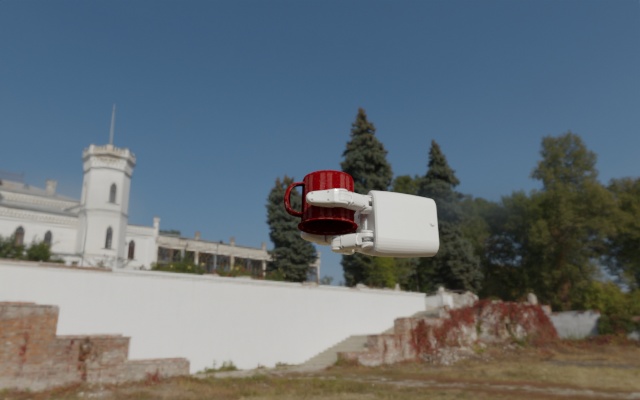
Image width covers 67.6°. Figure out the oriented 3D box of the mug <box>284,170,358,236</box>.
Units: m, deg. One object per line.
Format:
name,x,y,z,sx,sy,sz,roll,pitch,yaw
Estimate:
mug,-0.001,0.002,0.740,0.117,0.081,0.093,7,-20,-17
